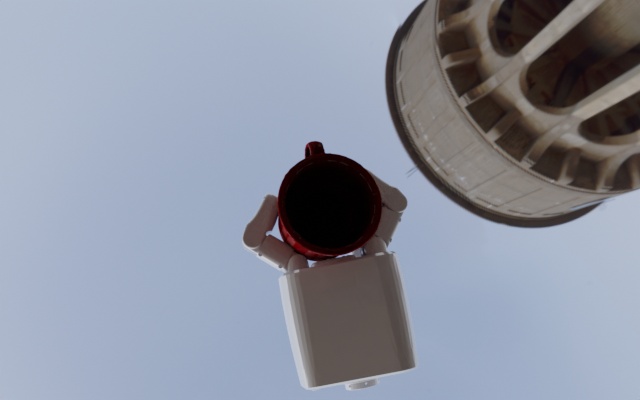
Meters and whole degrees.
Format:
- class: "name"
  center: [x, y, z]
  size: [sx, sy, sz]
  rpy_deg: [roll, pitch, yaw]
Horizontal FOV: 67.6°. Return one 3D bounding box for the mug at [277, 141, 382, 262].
- class: "mug"
  center: [0.000, 0.000, 0.457]
  size: [0.093, 0.117, 0.081]
  rpy_deg: [-10, -14, -12]
